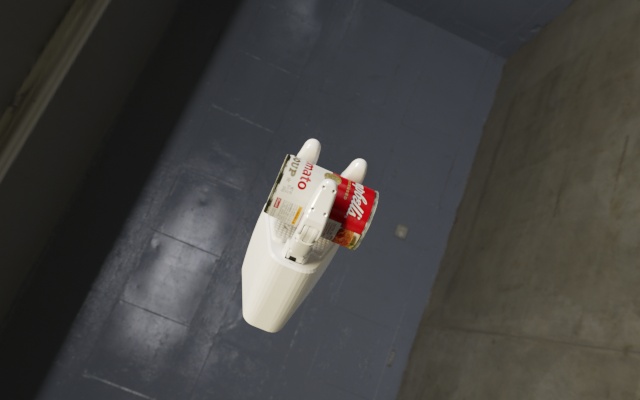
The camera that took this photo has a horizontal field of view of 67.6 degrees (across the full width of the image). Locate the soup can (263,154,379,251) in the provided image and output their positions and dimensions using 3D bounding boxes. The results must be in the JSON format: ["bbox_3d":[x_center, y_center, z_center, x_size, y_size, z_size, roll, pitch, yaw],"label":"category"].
[{"bbox_3d":[0.000,0.001,0.496,0.102,0.068,0.068,23,-2,-5],"label":"soup can"}]
